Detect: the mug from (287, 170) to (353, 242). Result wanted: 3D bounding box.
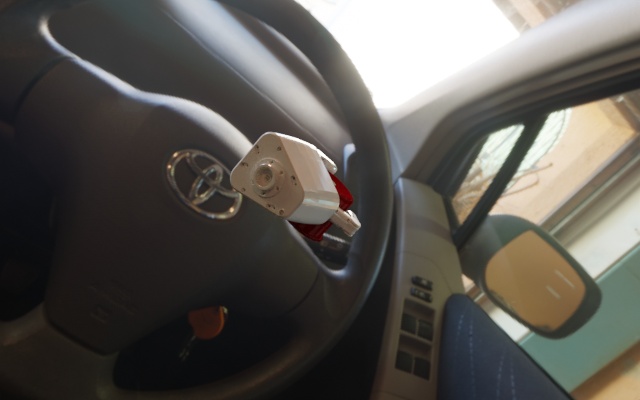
[{"bbox_3d":[0.001,0.002,0.737,0.081,0.093,0.117,-47,-20,15],"label":"mug"}]
